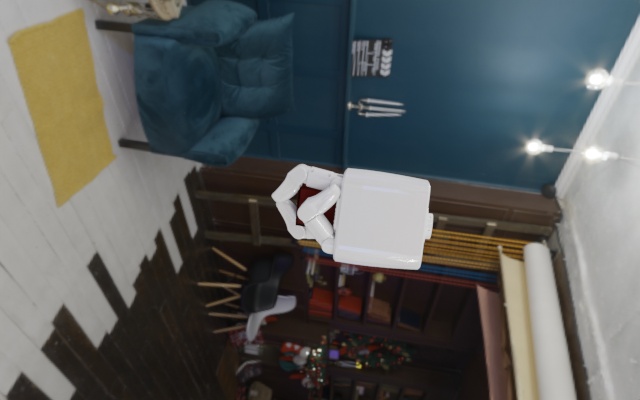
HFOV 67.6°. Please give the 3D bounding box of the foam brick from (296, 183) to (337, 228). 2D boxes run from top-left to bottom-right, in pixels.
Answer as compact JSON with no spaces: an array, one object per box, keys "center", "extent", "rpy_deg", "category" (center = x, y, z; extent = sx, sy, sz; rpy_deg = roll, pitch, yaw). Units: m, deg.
[{"center":[0.000,0.002,0.639],"extent":[0.051,0.053,0.078],"rpy_deg":[7,16,7],"category":"foam brick"}]
